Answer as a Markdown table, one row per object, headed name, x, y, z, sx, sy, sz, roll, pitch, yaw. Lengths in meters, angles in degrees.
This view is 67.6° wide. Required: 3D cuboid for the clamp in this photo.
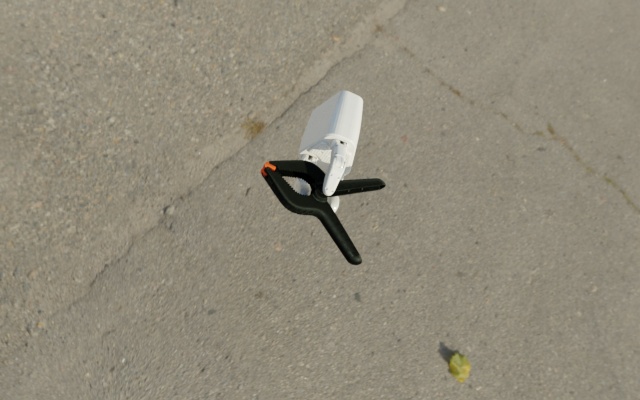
| name | x | y | z | sx | sy | sz | roll | pitch | yaw |
| --- | --- | --- | --- | --- | --- | --- | --- | --- | --- |
| clamp | 0.000 | 0.002 | 0.762 | 0.210 | 0.164 | 0.036 | 21 | -31 | -13 |
